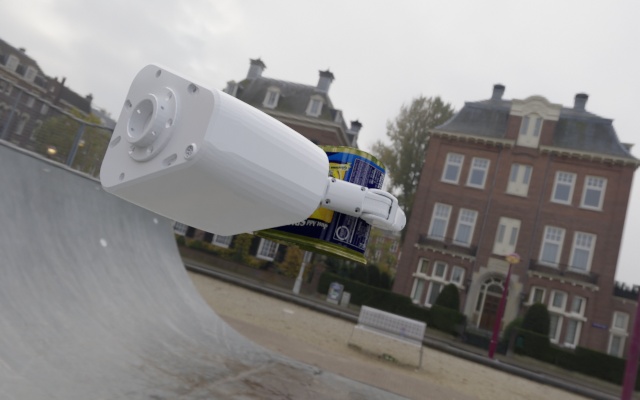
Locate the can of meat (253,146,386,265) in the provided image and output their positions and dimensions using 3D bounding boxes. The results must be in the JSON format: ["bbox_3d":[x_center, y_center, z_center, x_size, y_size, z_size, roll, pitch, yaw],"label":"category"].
[{"bbox_3d":[0.000,0.001,0.406,0.102,0.084,0.057,8,-12,42],"label":"can of meat"}]
